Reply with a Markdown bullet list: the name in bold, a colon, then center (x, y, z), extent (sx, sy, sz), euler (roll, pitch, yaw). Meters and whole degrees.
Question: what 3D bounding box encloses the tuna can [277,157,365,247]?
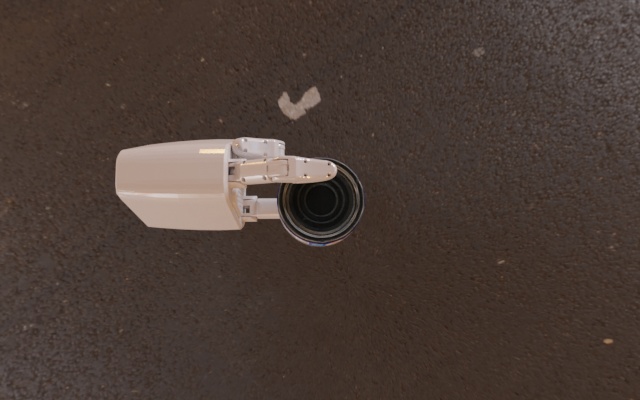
- **tuna can**: center (0.000, 0.001, 0.467), extent (0.086, 0.086, 0.034), euler (0, -9, -2)
